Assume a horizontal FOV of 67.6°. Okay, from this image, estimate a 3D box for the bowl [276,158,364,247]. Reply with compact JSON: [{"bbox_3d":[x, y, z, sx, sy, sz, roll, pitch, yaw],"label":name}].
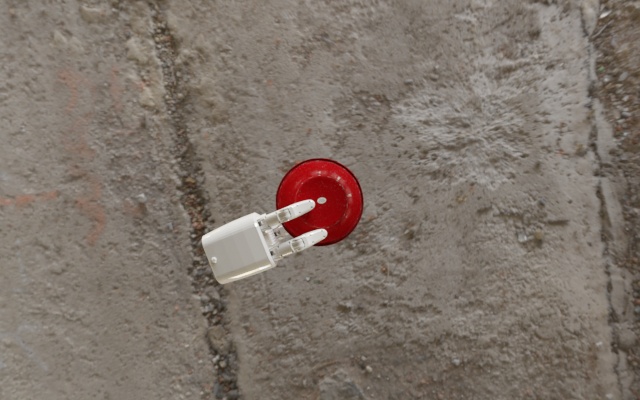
[{"bbox_3d":[0.001,0.002,0.845,0.162,0.162,0.055,0,-1,-3],"label":"bowl"}]
